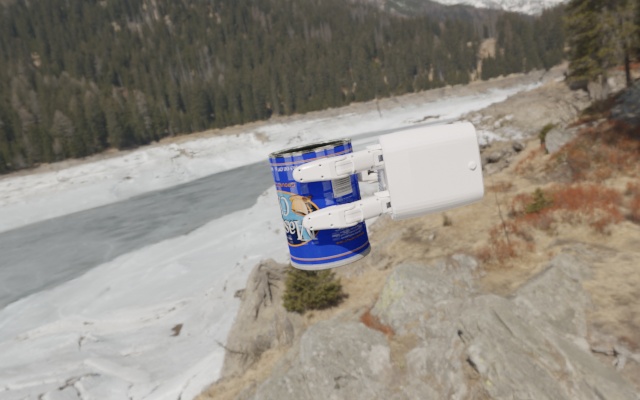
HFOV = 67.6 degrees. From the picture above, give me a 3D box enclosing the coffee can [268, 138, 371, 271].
[{"bbox_3d":[0.000,0.002,0.588,0.103,0.140,0.103,-11,11,2],"label":"coffee can"}]
